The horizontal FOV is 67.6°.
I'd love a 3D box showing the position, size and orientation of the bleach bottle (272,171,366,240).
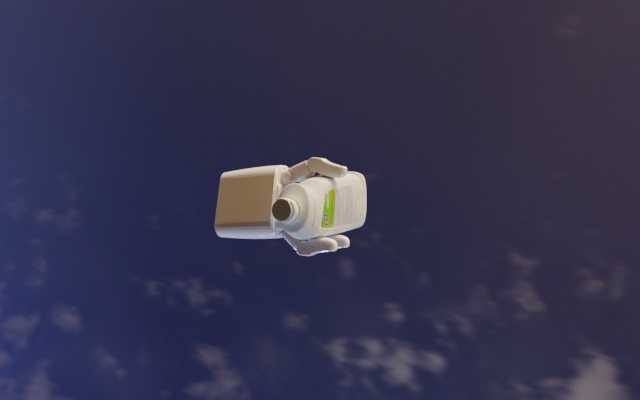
[{"bbox_3d":[0.000,0.002,0.713,0.068,0.102,0.251,-2,0,23],"label":"bleach bottle"}]
